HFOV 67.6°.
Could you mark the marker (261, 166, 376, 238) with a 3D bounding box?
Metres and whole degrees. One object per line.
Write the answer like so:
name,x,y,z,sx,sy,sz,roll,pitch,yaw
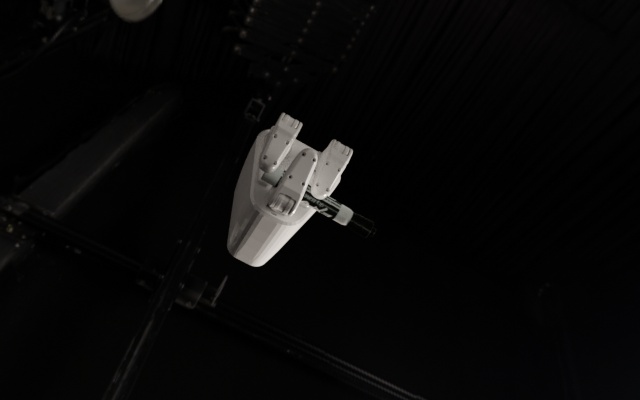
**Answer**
marker,0.000,0.001,0.456,0.121,0.020,0.020,30,-4,-8
